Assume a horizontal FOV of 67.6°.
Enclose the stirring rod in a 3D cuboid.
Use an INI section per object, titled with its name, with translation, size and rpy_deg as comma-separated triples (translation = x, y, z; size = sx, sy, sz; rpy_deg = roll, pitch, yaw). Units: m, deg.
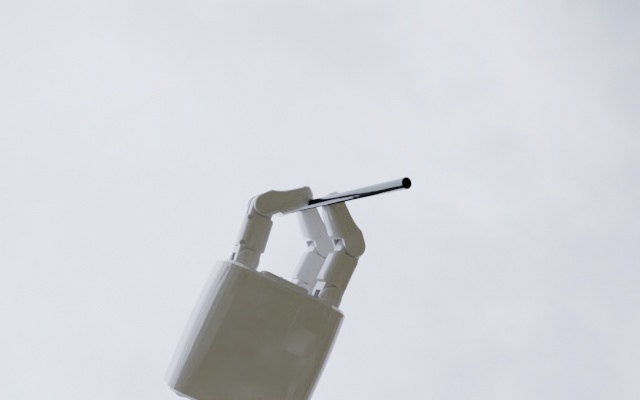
[stirring rod]
translation = 0.000, 0.001, 0.413
size = 0.011, 0.011, 0.239
rpy_deg = 0, -6, -28
